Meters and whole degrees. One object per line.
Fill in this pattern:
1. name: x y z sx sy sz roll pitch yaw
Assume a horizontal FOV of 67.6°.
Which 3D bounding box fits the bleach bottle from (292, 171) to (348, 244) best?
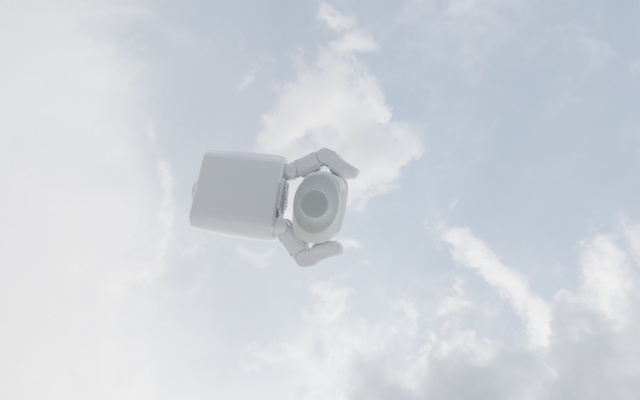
1. bleach bottle: 0.000 0.002 0.605 0.068 0.102 0.251 8 -3 3
